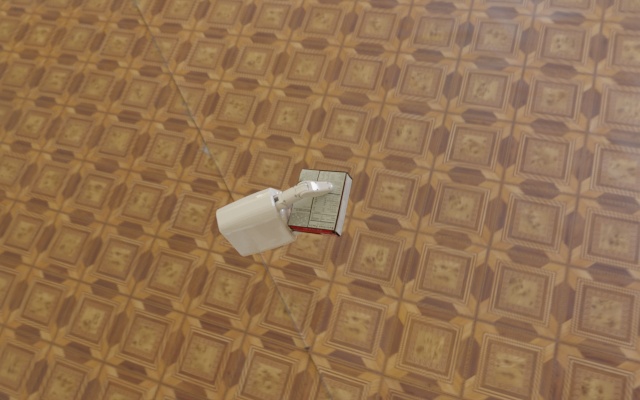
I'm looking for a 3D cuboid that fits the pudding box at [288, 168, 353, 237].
[{"bbox_3d":[0.000,0.003,0.830,0.090,0.113,0.039,6,-17,20],"label":"pudding box"}]
